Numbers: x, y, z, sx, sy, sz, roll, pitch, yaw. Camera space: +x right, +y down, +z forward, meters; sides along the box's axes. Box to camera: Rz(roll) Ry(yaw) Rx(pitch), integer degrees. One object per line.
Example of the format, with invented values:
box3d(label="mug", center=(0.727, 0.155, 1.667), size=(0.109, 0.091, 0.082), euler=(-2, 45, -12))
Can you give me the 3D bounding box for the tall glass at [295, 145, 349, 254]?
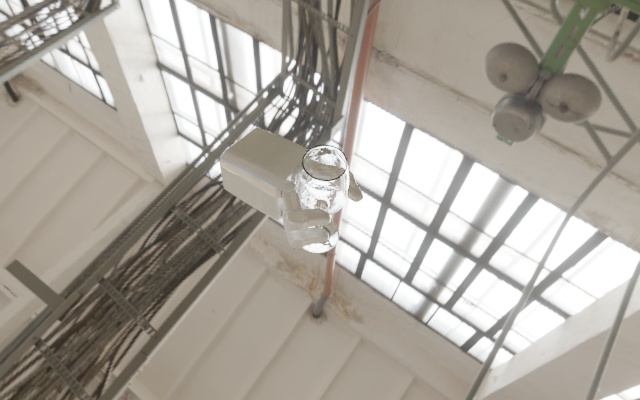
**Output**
box3d(label="tall glass", center=(0.000, 0.003, 0.722), size=(0.079, 0.079, 0.201), euler=(0, -33, -4))
